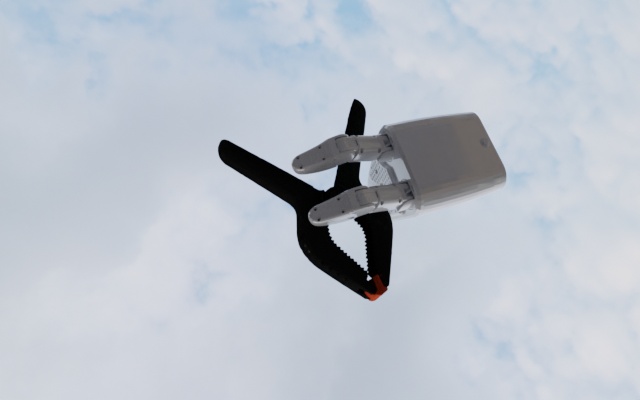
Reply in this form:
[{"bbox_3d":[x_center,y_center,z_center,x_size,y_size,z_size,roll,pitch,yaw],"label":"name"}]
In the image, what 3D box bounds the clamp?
[{"bbox_3d":[0.000,0.002,0.468,0.164,0.210,0.036,-14,-21,-15],"label":"clamp"}]
